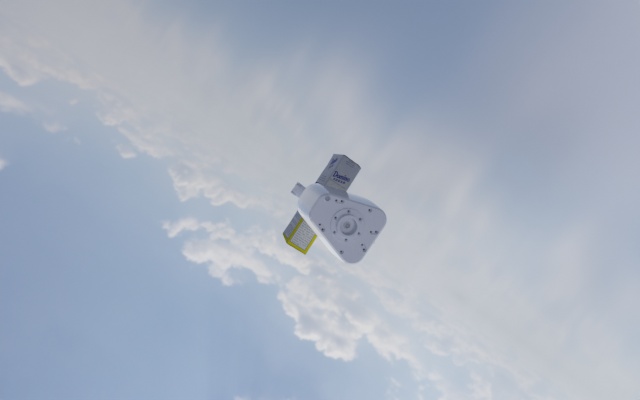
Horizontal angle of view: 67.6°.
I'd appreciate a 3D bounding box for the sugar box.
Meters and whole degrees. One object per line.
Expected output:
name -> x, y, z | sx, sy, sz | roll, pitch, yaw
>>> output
sugar box -> 0.001, 0.003, 0.832 | 0.048, 0.176, 0.093 | 35, 1, -11
